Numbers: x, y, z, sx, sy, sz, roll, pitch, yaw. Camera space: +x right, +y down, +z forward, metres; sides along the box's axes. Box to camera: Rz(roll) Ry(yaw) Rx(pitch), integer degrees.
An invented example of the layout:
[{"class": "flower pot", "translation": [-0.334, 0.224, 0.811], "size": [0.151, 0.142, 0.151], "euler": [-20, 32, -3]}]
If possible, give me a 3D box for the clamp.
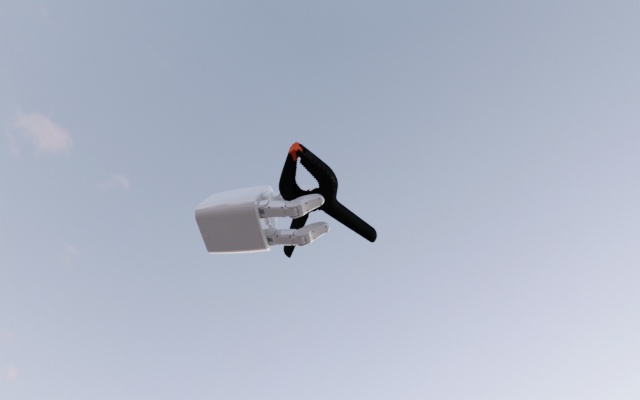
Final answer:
[{"class": "clamp", "translation": [0.000, 0.002, 0.772], "size": [0.164, 0.210, 0.036], "euler": [-7, 32, 9]}]
